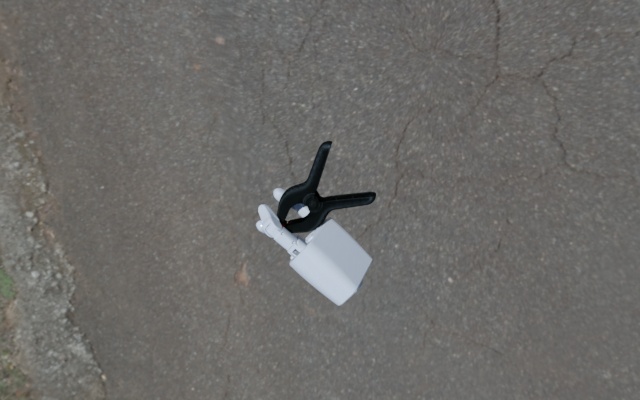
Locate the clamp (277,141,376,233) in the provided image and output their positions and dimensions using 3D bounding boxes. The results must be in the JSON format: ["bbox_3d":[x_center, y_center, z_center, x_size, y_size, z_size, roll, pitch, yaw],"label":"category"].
[{"bbox_3d":[0.000,0.003,0.758,0.120,0.171,0.039,42,21,-3],"label":"clamp"}]
